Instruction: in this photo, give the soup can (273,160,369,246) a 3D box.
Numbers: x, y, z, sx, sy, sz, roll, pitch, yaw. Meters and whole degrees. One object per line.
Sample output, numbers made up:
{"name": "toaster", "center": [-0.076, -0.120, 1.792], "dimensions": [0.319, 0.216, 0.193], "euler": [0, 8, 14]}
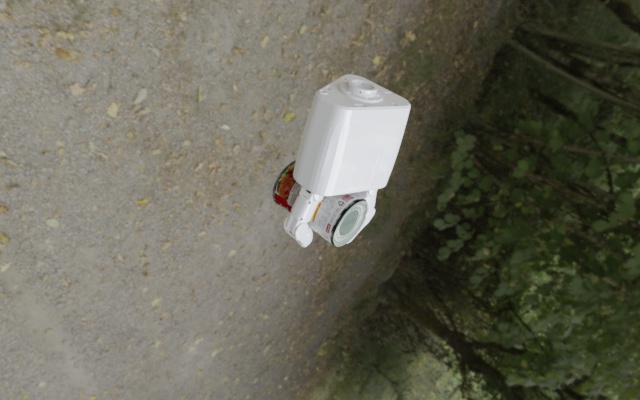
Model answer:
{"name": "soup can", "center": [0.000, 0.003, 0.589], "dimensions": [0.102, 0.068, 0.068], "euler": [35, 18, 27]}
